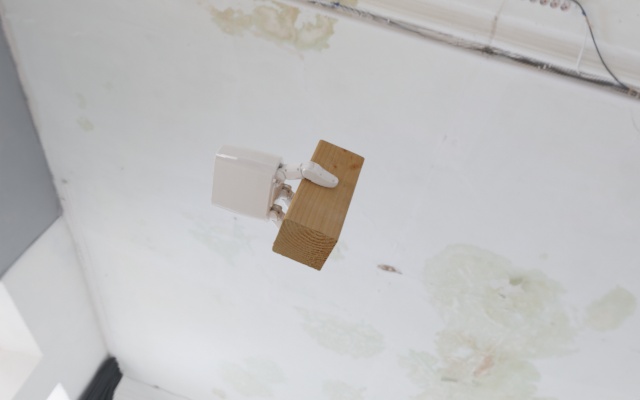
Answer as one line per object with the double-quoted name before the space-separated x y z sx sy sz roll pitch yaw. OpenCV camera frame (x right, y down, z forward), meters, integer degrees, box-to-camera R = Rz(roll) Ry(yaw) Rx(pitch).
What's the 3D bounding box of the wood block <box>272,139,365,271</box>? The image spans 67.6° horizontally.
"wood block" 0.000 0.002 0.812 0.090 0.206 0.091 23 -44 -2
